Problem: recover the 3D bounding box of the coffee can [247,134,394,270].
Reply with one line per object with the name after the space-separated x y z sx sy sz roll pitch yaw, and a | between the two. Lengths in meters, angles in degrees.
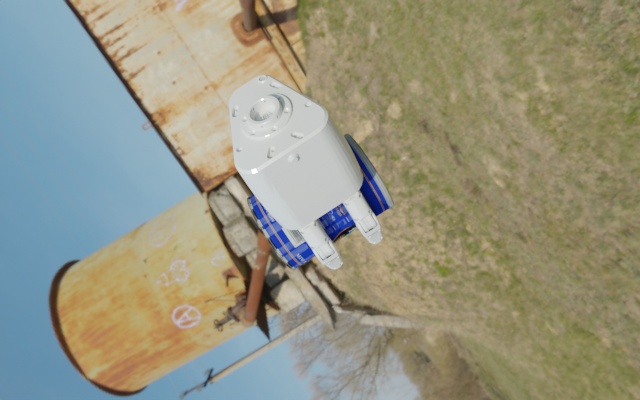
0.000 0.002 0.564 0.140 0.103 0.103 -33 -1 1 | coffee can
